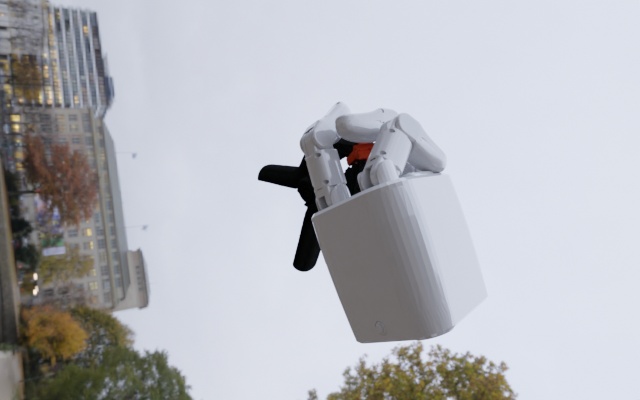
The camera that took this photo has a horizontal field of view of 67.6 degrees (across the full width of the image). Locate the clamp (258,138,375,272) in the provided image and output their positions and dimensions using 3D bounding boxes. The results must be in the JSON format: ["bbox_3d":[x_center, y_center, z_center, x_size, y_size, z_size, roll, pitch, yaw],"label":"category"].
[{"bbox_3d":[0.001,0.001,0.452,0.039,0.120,0.171,-22,-1,-35],"label":"clamp"}]
